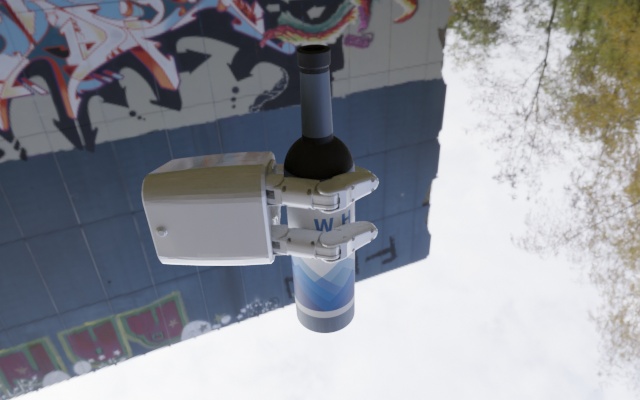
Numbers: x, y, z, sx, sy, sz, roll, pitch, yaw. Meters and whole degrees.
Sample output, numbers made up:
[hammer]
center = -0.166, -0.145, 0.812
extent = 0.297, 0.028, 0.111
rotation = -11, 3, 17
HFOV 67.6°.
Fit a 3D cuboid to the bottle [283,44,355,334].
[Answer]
[bottle]
center = 0.000, 0.002, 0.465
extent = 0.069, 0.296, 0.069
rotation = -2, 32, 1
